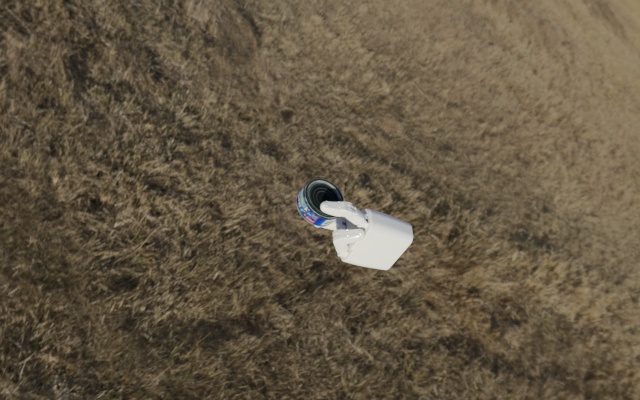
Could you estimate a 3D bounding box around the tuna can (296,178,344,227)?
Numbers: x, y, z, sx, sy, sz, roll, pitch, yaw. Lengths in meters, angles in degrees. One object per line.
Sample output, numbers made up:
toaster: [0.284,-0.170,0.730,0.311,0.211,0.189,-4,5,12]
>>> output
tuna can: [0.000,0.003,0.878,0.086,0.086,0.034,0,-27,-32]
